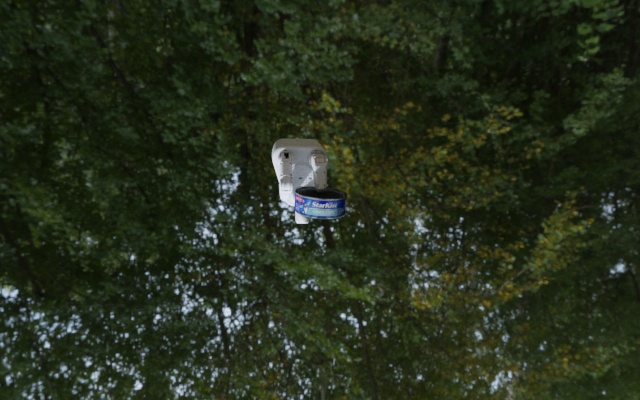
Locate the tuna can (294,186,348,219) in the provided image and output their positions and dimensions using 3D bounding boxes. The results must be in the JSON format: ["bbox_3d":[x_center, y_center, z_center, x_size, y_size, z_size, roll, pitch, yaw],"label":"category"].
[{"bbox_3d":[0.000,0.003,0.777,0.086,0.034,0.086,4,14,-1],"label":"tuna can"}]
